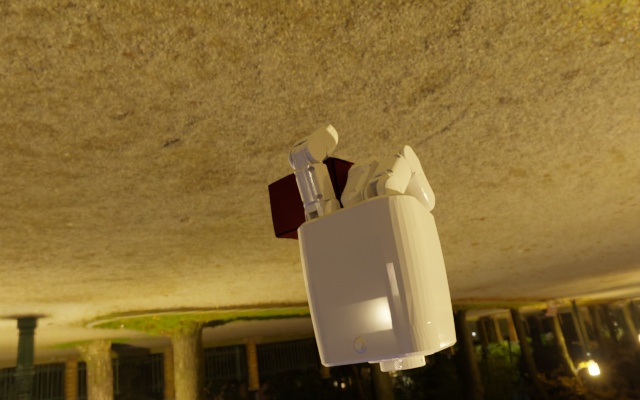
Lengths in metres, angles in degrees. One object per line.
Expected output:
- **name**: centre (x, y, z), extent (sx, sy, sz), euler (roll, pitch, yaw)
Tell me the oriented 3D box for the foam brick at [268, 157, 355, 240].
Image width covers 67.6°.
- **foam brick**: centre (0.000, 0.001, 0.423), extent (0.078, 0.051, 0.053), euler (-21, -19, 36)
